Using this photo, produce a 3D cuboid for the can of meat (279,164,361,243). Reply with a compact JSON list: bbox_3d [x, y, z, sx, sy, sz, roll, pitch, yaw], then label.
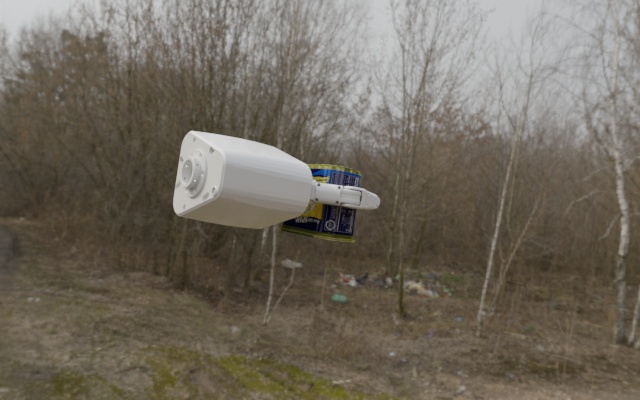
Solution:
[{"bbox_3d":[0.000,0.002,0.574,0.057,0.084,0.102,9,-2,-37],"label":"can of meat"}]
